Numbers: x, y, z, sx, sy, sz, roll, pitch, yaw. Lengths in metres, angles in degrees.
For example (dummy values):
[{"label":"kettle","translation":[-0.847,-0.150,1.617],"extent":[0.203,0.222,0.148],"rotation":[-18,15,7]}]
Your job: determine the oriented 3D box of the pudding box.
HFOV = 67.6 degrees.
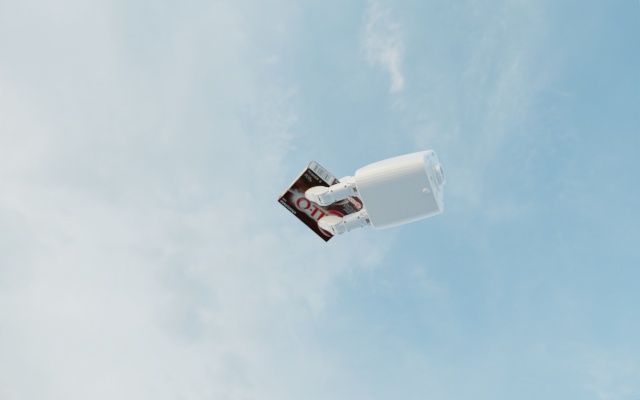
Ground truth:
[{"label":"pudding box","translation":[0.000,0.002,0.788],"extent":[0.090,0.113,0.039],"rotation":[-45,6,31]}]
